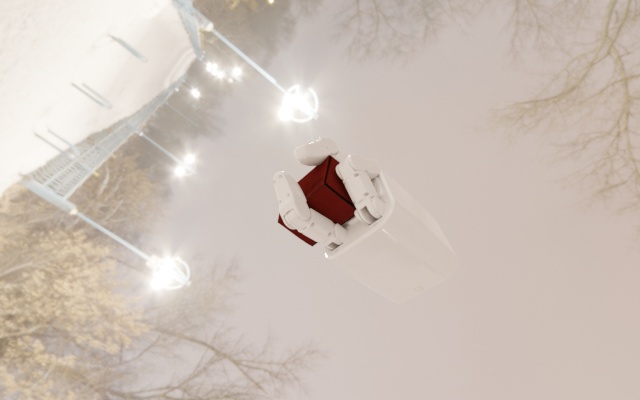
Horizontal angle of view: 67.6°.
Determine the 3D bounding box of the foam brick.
[{"bbox_3d":[0.000,0.002,0.510,0.051,0.053,0.078,37,-54,-21],"label":"foam brick"}]
